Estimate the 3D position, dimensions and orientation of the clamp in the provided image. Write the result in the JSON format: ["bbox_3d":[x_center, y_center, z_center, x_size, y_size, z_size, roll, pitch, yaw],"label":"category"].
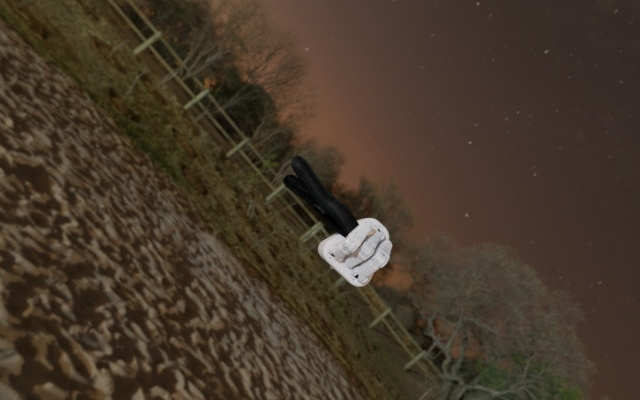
[{"bbox_3d":[0.001,0.002,0.801,0.039,0.171,0.120,-41,6,-12],"label":"clamp"}]
